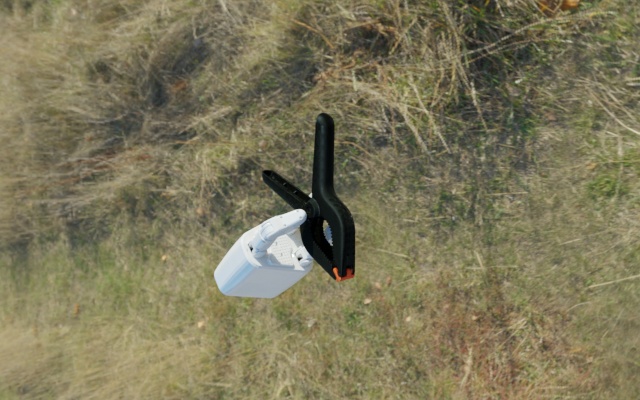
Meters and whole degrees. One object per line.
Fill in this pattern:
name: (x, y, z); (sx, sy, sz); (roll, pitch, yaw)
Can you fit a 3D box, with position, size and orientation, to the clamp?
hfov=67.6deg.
clamp: (0.000, 0.003, 0.631); (0.036, 0.210, 0.165); (-8, -27, -40)
